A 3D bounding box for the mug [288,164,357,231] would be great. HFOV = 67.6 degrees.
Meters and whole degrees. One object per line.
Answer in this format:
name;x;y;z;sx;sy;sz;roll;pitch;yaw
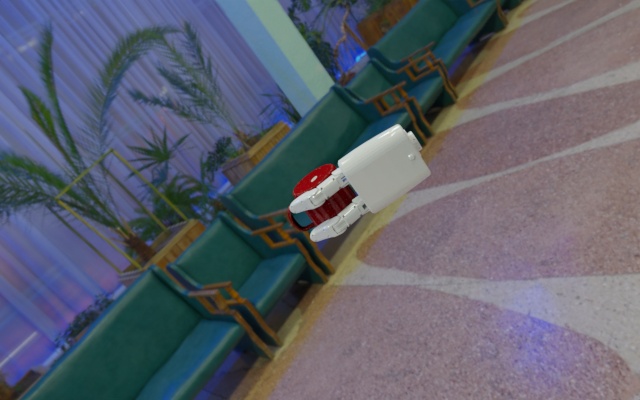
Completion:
mug;-0.001;0.003;0.765;0.117;0.081;0.093;-34;19;9
